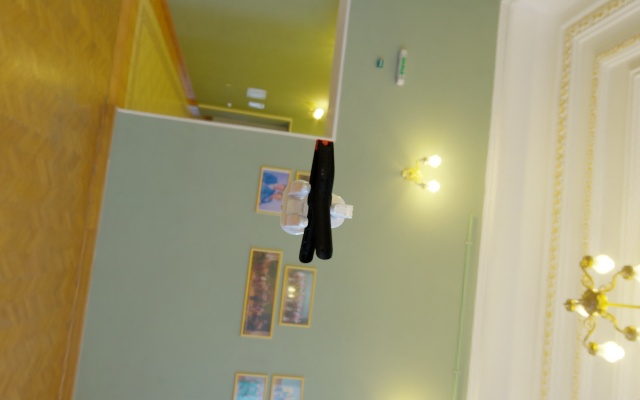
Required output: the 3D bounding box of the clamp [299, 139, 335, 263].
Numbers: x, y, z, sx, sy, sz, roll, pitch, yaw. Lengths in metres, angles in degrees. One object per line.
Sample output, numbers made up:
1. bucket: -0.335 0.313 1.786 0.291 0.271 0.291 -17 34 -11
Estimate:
1. clamp: 0.001 0.002 0.766 0.036 0.210 0.164 8 -4 -12
